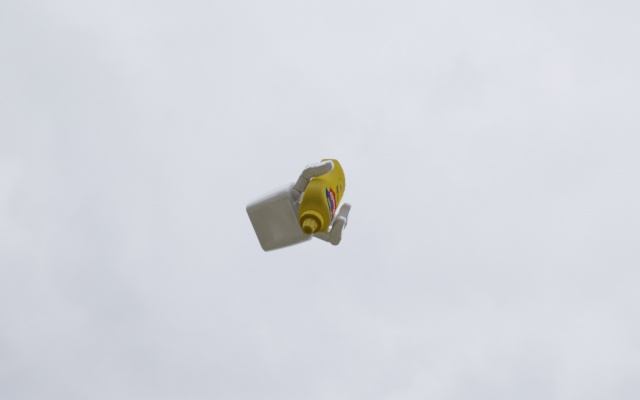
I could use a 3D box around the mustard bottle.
[{"bbox_3d":[0.001,0.003,0.881,0.058,0.096,0.191,4,31,14],"label":"mustard bottle"}]
